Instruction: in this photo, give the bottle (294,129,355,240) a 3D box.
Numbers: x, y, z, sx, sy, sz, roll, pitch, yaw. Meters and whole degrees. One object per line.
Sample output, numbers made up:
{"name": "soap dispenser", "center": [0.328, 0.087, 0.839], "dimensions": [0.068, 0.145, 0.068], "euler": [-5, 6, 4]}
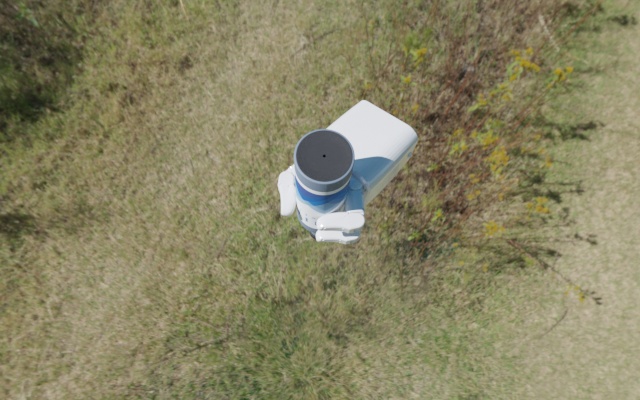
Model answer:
{"name": "bottle", "center": [0.000, 0.002, 0.655], "dimensions": [0.069, 0.069, 0.296], "euler": [0, -20, -2]}
